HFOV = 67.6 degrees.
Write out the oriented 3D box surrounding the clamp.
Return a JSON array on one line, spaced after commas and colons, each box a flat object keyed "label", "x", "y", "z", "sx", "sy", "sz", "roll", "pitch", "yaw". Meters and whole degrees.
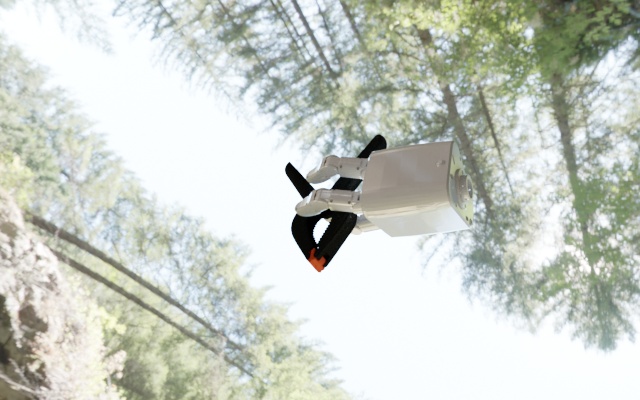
[{"label": "clamp", "x": 0.001, "y": 0.003, "z": 0.650, "sx": 0.164, "sy": 0.209, "sz": 0.036, "roll": -9, "pitch": -43, "yaw": 32}]
